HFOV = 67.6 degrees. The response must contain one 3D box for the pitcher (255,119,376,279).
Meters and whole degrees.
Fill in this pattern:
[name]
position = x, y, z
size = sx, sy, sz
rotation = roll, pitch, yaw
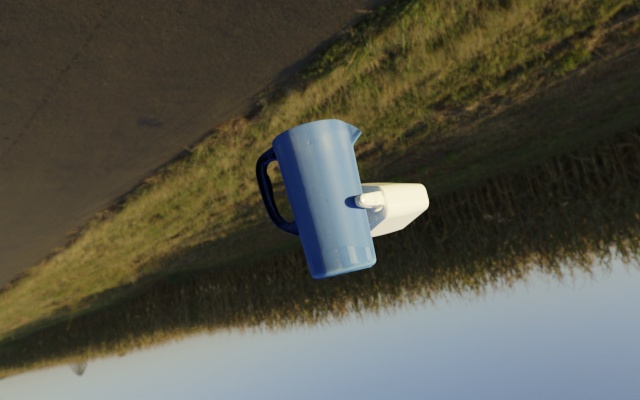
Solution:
[pitcher]
position = 0.000, 0.003, 0.783
size = 0.145, 0.243, 0.149
rotation = -7, -11, -36
